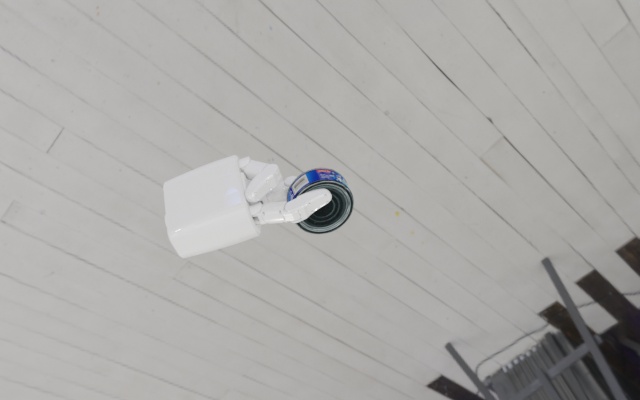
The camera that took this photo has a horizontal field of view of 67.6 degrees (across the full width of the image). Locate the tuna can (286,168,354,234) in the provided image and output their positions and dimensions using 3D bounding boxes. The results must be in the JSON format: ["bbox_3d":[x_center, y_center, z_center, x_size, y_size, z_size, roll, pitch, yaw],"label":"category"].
[{"bbox_3d":[0.000,0.002,0.629,0.086,0.086,0.033,0,32,-15],"label":"tuna can"}]
